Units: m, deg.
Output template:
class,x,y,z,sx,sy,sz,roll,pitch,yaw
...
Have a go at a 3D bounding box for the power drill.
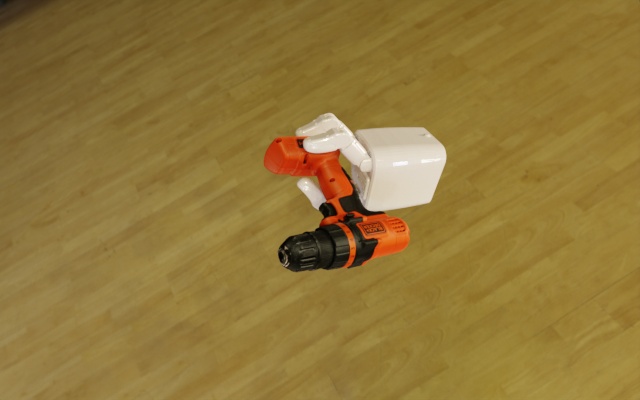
class,x,y,z,sx,sy,sz,roll,pitch,yaw
power drill,0.000,0.002,0.592,0.184,0.187,0.057,-5,-38,-38
